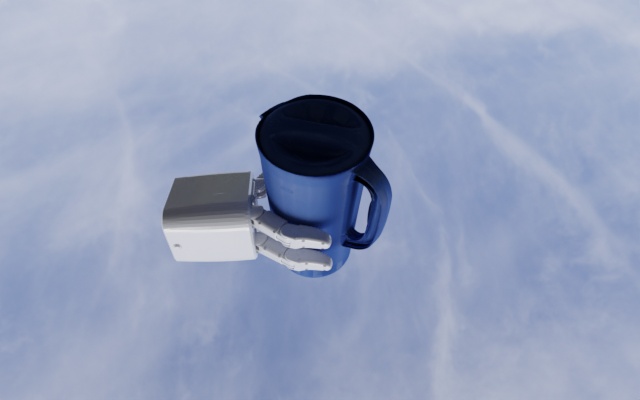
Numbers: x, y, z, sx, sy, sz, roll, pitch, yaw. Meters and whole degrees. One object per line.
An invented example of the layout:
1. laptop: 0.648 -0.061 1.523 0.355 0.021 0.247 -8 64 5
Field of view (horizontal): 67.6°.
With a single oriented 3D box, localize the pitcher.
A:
1. pitcher: 0.000 0.002 0.613 0.145 0.149 0.243 -4 -39 -4
